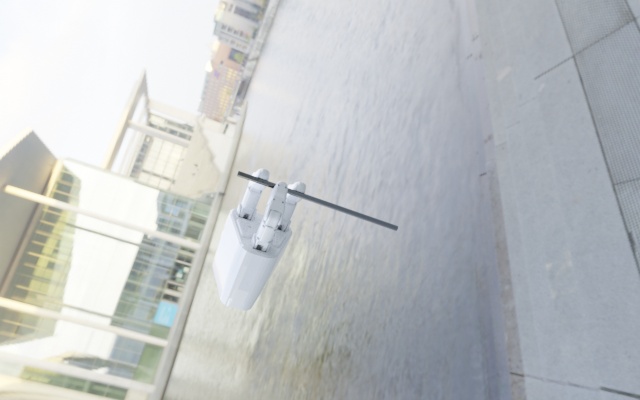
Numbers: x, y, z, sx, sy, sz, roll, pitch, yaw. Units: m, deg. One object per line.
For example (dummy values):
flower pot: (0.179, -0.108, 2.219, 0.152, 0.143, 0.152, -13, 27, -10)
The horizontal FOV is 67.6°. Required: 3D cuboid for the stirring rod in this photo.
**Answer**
stirring rod: (0.000, 0.002, 0.665, 0.239, 0.011, 0.011, 19, -5, -13)
